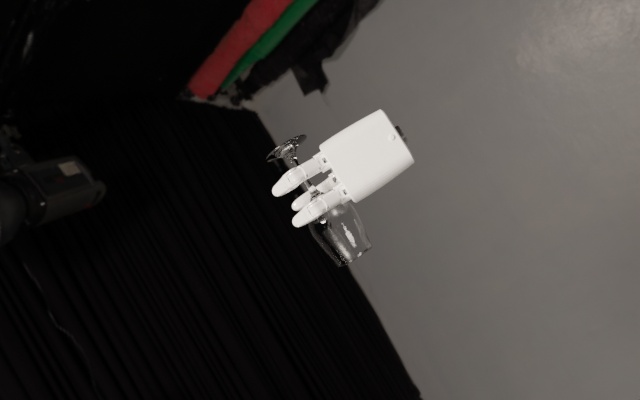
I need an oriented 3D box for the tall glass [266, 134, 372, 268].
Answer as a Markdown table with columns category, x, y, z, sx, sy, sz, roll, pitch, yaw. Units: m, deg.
| category | x | y | z | sx | sy | sz | roll | pitch | yaw |
| --- | --- | --- | --- | --- | --- | --- | --- | --- | --- |
| tall glass | 0.000 | 0.002 | 0.730 | 0.079 | 0.201 | 0.079 | -32 | -4 | -3 |
